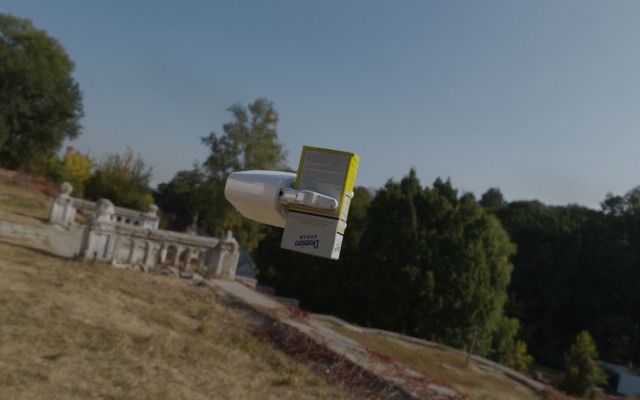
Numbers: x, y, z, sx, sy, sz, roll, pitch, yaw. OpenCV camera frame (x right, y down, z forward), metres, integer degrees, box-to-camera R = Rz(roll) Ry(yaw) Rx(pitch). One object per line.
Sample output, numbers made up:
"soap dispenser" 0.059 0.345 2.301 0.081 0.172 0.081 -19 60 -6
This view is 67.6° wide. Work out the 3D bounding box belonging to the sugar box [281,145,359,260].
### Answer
"sugar box" 0.000 0.003 0.792 0.093 0.176 0.048 10 -5 21
